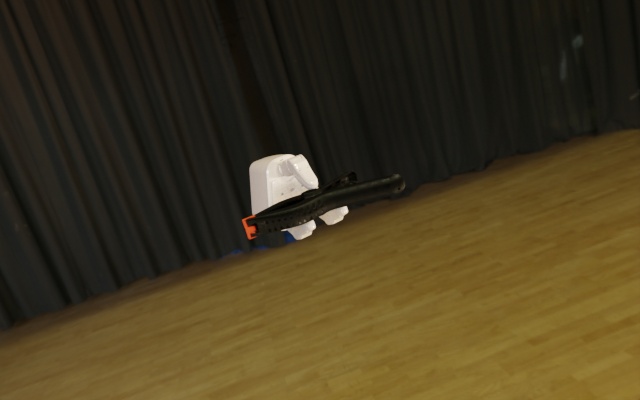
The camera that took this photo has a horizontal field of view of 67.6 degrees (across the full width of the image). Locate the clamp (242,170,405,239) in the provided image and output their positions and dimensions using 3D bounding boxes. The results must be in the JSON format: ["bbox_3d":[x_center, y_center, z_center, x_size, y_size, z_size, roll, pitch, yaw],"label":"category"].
[{"bbox_3d":[-0.001,0.002,0.645,0.210,0.036,0.164,-23,11,-23],"label":"clamp"}]
